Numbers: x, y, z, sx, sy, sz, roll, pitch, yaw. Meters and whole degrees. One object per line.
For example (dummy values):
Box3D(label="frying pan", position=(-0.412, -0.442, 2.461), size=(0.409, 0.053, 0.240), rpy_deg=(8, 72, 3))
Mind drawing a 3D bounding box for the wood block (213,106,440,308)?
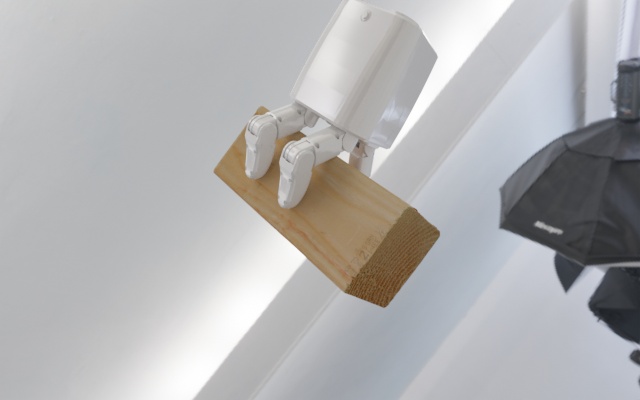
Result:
Box3D(label="wood block", position=(0.000, 0.001, 0.470), size=(0.206, 0.090, 0.091), rpy_deg=(38, 4, 36))
